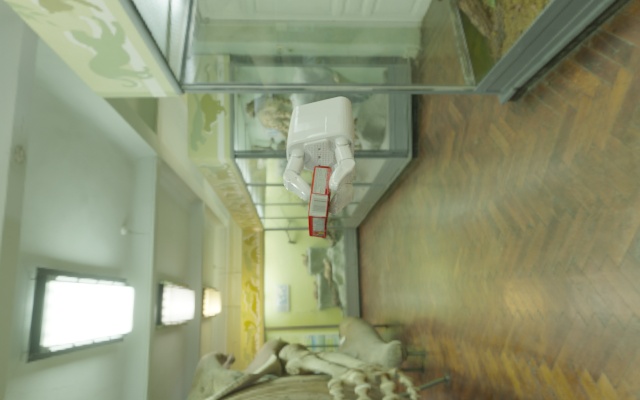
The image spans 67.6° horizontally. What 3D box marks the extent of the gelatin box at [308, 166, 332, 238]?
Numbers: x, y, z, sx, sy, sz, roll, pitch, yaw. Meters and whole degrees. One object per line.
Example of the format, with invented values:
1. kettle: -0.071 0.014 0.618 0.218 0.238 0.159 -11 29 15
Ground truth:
1. gelatin box: 0.000 0.003 0.735 0.030 0.089 0.073 5 -29 2
